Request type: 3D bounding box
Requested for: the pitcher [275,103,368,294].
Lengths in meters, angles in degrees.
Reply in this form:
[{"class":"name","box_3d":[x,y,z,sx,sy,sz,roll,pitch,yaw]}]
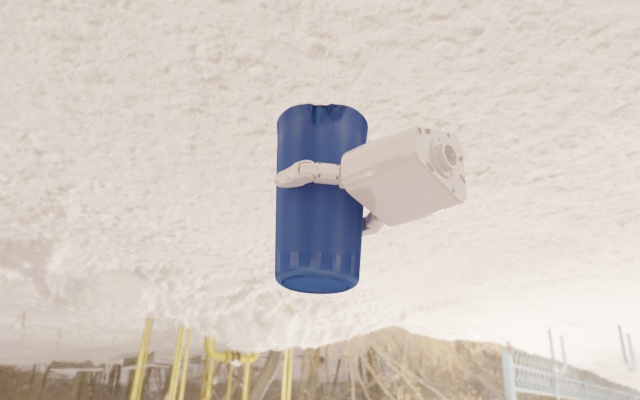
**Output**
[{"class":"pitcher","box_3d":[0.000,0.002,0.660,0.149,0.242,0.145,23,-31,-39]}]
